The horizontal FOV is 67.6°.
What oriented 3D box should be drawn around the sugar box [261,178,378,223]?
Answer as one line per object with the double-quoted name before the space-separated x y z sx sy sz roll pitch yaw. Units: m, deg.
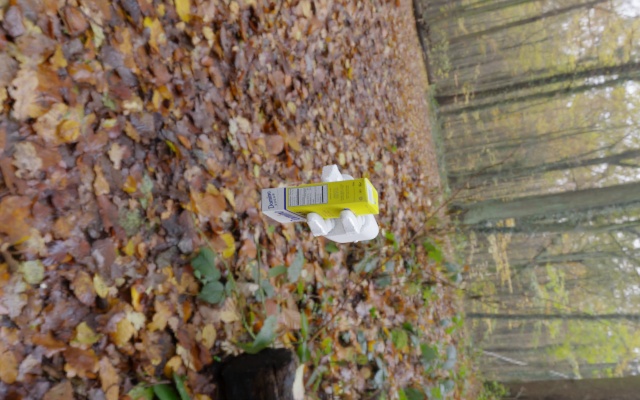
"sugar box" 0.000 0.003 0.786 0.176 0.048 0.093 -9 -17 16
